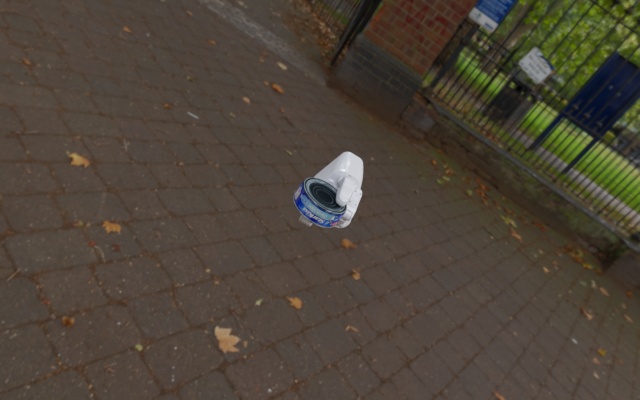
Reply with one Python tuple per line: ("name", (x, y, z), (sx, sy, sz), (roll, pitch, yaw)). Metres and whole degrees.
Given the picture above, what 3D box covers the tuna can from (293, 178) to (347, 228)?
("tuna can", (0.000, 0.002, 0.774), (0.086, 0.086, 0.034), (0, -44, -47))
